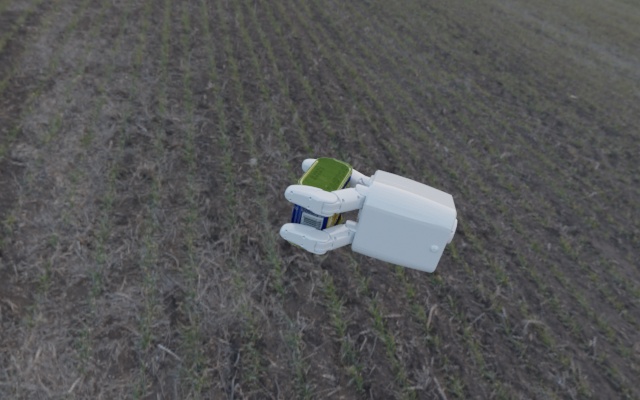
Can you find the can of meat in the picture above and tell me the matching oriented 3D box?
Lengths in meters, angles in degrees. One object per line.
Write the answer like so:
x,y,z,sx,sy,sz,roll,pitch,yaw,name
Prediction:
0.000,0.002,0.617,0.057,0.084,0.102,20,35,10,can of meat
